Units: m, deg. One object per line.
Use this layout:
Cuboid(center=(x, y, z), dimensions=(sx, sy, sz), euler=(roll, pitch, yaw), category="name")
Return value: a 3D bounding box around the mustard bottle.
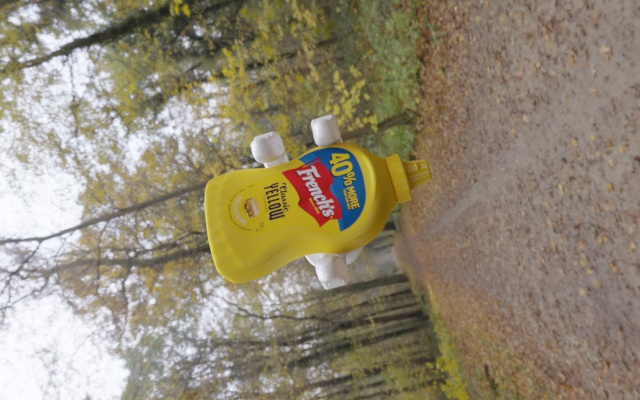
Cuboid(center=(0.000, 0.001, 0.411), dimensions=(0.191, 0.096, 0.058), euler=(-16, -28, 6), category="mustard bottle")
